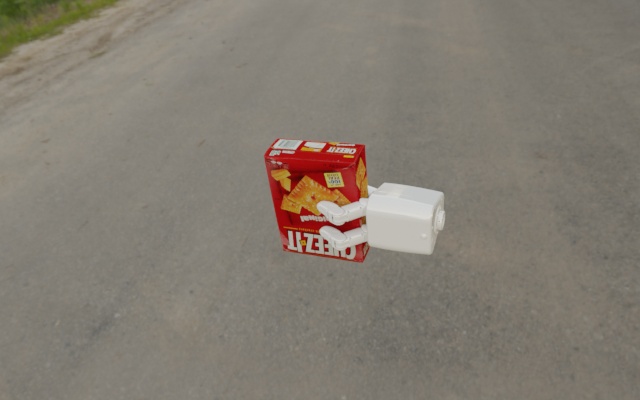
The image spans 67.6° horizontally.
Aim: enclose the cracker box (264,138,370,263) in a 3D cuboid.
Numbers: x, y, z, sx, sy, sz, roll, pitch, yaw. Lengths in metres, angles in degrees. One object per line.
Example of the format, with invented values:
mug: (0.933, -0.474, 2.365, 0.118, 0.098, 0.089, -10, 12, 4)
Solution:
cracker box: (0.000, 0.003, 0.845, 0.164, 0.214, 0.072, 7, 37, 20)
